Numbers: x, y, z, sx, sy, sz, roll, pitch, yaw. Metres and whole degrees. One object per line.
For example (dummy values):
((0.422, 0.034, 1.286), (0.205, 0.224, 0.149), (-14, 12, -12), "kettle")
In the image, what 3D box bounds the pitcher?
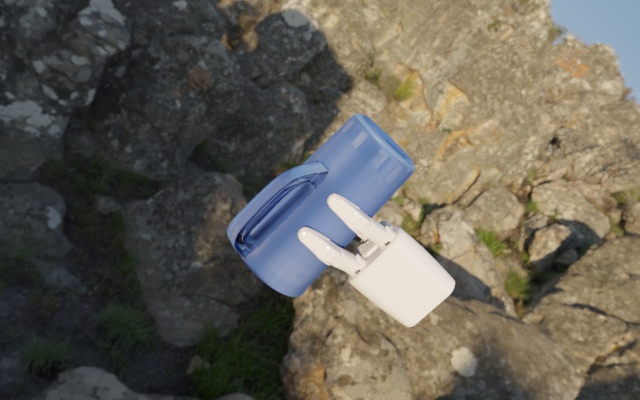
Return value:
((0.000, 0.002, 0.634), (0.145, 0.243, 0.149), (42, 14, -8), "pitcher")
